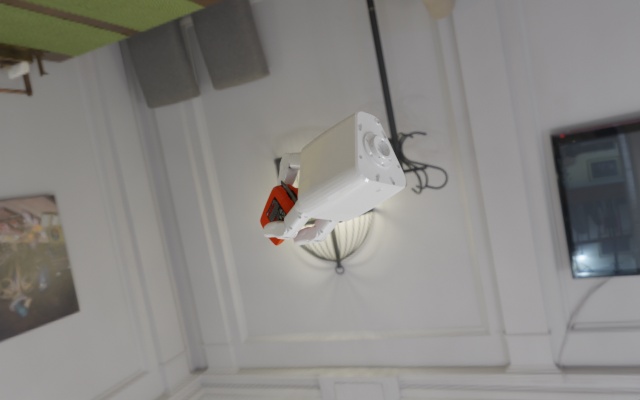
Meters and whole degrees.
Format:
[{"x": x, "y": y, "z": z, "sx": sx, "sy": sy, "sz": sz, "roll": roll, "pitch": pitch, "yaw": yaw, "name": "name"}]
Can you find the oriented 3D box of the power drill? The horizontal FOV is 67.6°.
[{"x": 0.000, "y": 0.002, "z": 0.748, "sx": 0.187, "sy": 0.057, "sz": 0.184, "roll": -24, "pitch": -23, "yaw": -33, "name": "power drill"}]
